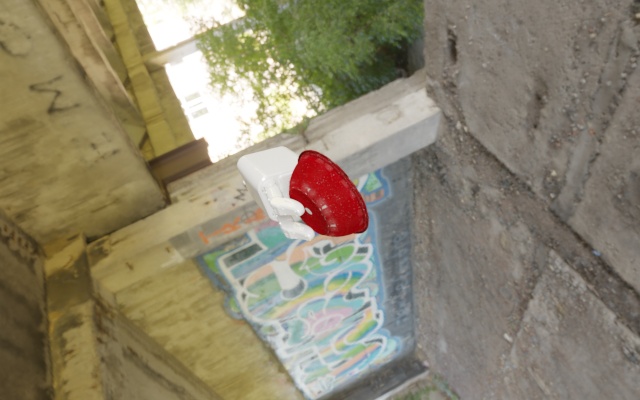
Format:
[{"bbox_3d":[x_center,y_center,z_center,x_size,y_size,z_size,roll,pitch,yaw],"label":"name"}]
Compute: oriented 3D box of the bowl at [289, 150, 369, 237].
[{"bbox_3d":[0.001,0.003,0.749,0.055,0.162,0.162,-38,17,-23],"label":"bowl"}]
